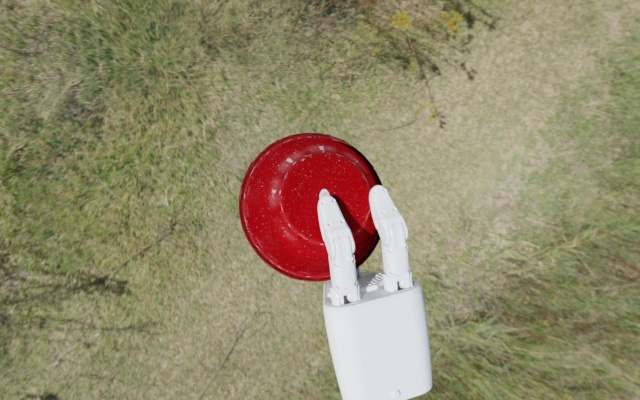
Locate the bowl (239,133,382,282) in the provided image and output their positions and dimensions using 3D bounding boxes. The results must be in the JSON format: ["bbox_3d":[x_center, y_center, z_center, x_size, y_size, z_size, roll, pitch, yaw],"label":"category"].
[{"bbox_3d":[0.000,0.000,0.486,0.162,0.162,0.055,0,-9,-14],"label":"bowl"}]
